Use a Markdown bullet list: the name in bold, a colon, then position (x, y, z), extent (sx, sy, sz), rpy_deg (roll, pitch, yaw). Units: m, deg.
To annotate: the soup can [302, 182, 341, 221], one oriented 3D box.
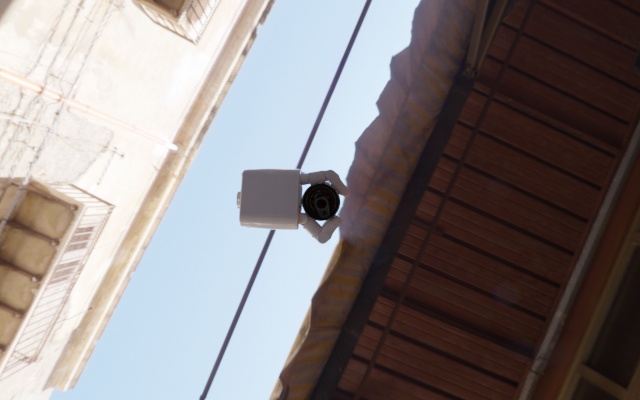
- **soup can**: position (0.001, 0.003, 0.881), extent (0.068, 0.068, 0.102), rpy_deg (0, -1, -1)
